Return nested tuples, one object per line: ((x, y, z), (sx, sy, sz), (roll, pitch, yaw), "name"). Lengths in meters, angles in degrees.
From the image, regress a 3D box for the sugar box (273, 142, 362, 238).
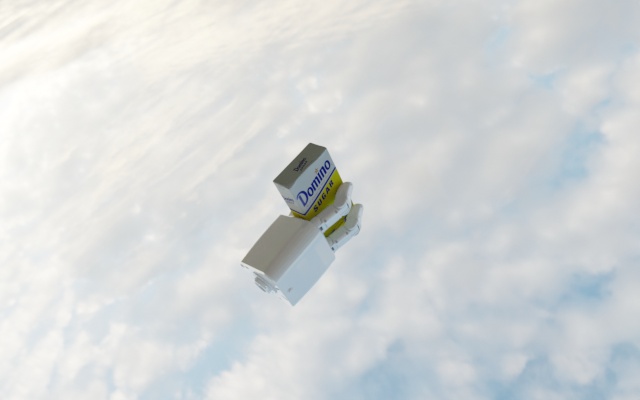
((0.000, 0.003, 0.774), (0.048, 0.093, 0.176), (24, -27, 39), "sugar box")
